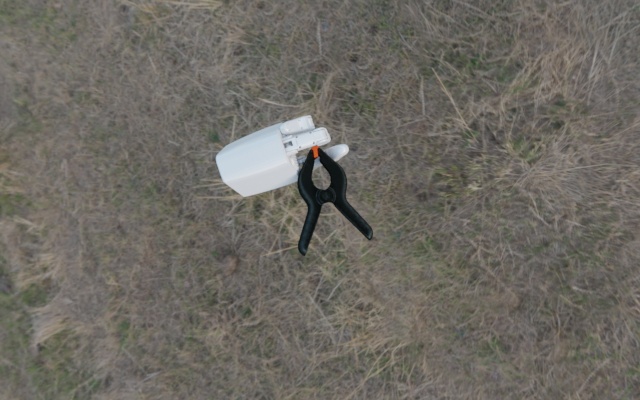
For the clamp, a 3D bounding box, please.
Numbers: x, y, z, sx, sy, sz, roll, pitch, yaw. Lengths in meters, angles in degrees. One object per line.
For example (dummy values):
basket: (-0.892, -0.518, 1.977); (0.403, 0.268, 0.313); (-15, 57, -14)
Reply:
clamp: (0.000, 0.002, 0.755); (0.120, 0.171, 0.039); (-21, -4, -11)
